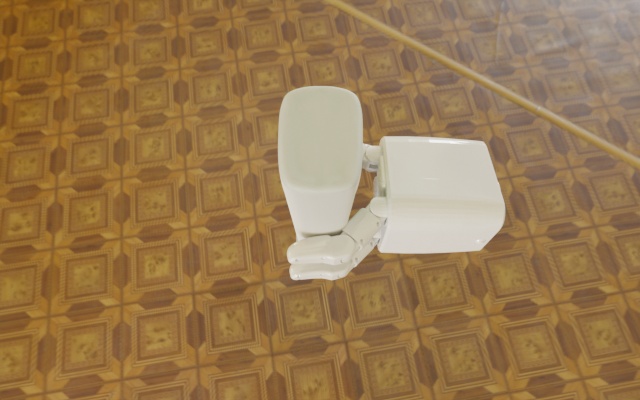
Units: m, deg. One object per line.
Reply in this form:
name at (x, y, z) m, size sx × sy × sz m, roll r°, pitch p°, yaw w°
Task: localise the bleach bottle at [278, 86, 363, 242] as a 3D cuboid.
bleach bottle at (0.000, 0.002, 0.484) m, size 0.068 × 0.102 × 0.251 m, roll 1°, pitch -24°, yaw 1°
